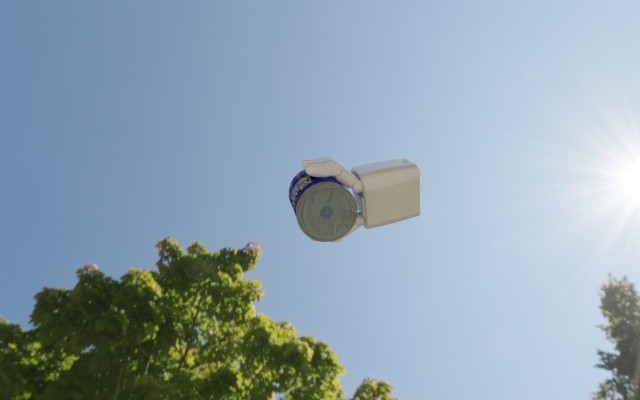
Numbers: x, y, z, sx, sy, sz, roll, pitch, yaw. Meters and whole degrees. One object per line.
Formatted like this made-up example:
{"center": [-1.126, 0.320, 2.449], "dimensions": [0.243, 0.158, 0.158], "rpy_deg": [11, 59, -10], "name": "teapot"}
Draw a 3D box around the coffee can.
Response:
{"center": [0.000, 0.003, 0.852], "dimensions": [0.103, 0.103, 0.140], "rpy_deg": [0, 15, -10], "name": "coffee can"}
